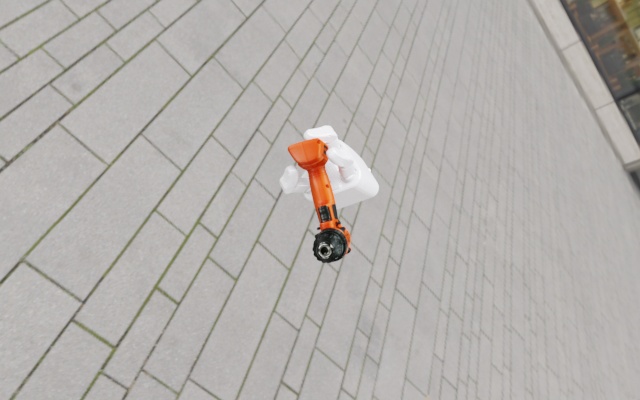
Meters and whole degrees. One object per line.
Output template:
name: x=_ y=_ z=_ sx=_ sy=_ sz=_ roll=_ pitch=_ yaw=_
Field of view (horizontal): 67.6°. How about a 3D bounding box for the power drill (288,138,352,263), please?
power drill: x=0.000 y=0.002 z=0.740 sx=0.057 sy=0.187 sz=0.184 roll=-13 pitch=-2 yaw=6
